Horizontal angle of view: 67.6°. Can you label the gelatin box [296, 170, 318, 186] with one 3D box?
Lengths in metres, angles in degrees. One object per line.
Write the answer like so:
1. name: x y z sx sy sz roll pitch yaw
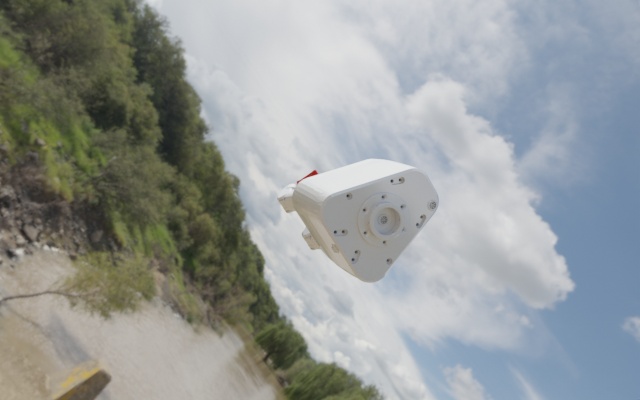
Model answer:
1. gelatin box: 0.000 0.002 0.601 0.030 0.073 0.089 -34 1 -3
